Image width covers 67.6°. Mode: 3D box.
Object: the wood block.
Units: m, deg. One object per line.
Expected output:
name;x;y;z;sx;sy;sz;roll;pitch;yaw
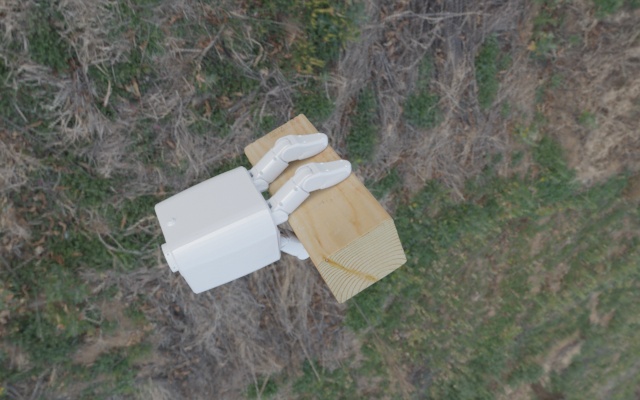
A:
wood block;0.000;0.002;0.557;0.090;0.206;0.091;-32;-40;-5
